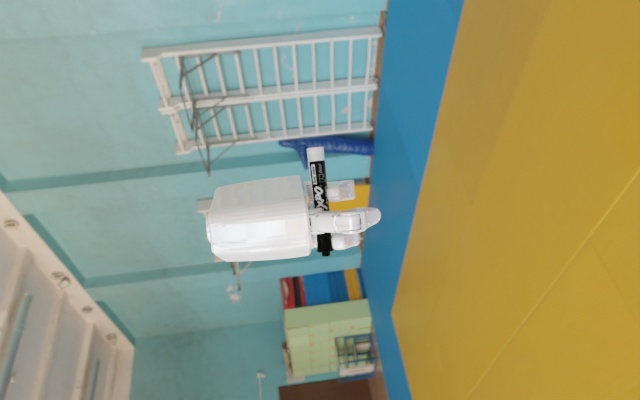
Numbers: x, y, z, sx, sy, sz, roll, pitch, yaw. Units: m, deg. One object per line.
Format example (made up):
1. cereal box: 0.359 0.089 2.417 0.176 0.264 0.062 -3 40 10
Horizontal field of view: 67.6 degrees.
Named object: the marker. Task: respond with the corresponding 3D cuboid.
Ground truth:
1. marker: 0.000 0.002 0.528 0.020 0.121 0.020 -6 4 0
